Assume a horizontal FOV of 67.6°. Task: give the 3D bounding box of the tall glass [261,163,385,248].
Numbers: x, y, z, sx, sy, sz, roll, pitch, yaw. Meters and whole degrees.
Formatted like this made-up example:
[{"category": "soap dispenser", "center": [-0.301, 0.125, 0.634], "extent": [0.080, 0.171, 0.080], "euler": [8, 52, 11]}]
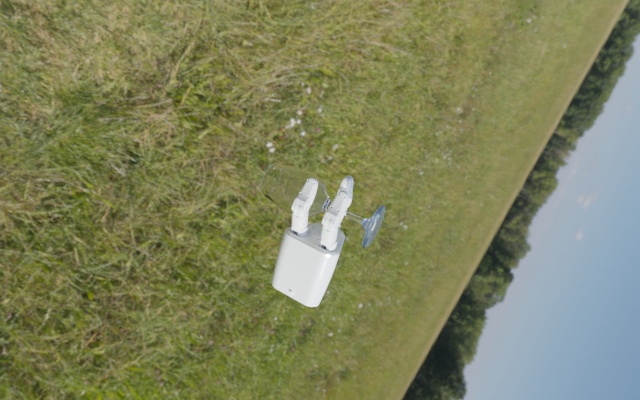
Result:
[{"category": "tall glass", "center": [0.001, 0.003, 0.786], "extent": [0.201, 0.079, 0.079], "euler": [25, 9, 20]}]
